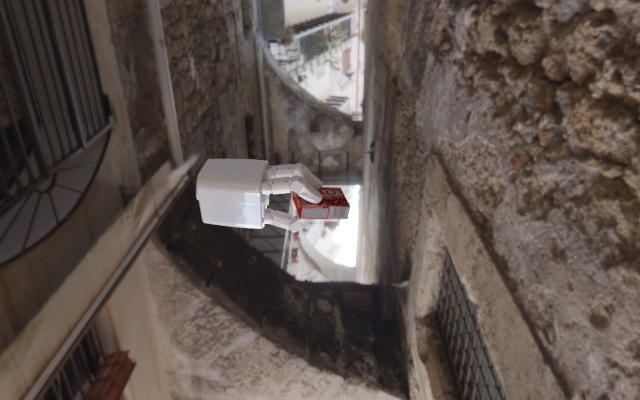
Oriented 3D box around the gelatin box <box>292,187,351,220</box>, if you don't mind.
[{"bbox_3d":[0.000,0.003,0.825,0.089,0.030,0.073,2,27,-14],"label":"gelatin box"}]
